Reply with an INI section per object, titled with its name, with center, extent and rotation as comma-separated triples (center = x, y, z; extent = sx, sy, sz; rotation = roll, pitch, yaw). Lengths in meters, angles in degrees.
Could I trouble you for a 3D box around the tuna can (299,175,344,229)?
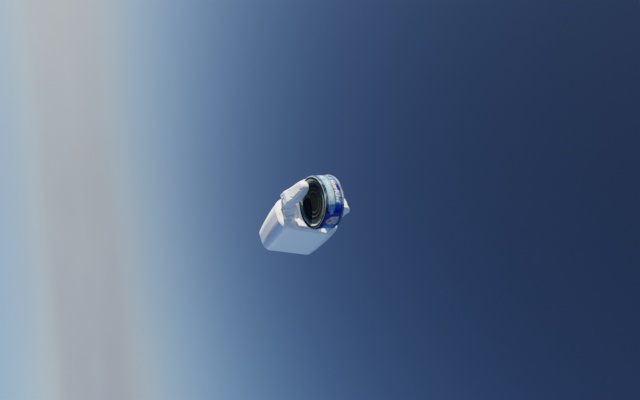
[tuna can]
center = 0.000, 0.002, 0.751
extent = 0.034, 0.086, 0.086
rotation = -3, 1, -32
